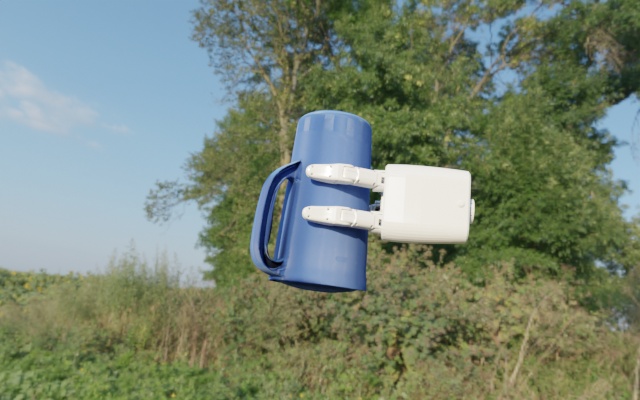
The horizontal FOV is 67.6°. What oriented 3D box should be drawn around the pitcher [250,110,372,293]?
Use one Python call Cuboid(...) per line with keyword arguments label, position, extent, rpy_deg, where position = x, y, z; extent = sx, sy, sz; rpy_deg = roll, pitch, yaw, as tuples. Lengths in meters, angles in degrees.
Cuboid(label="pitcher", position=(0.000, 0.002, 0.660), extent=(0.145, 0.242, 0.149), rpy_deg=(4, -12, 10))
